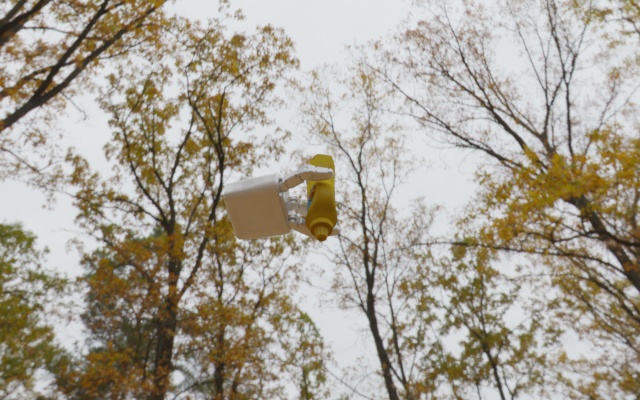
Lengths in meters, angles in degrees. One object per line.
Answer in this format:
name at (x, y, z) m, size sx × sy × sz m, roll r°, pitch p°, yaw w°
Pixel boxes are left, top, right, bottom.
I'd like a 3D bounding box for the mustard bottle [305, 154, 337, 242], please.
mustard bottle at (0.000, 0.003, 0.897) m, size 0.058 × 0.096 × 0.191 m, roll 9°, pitch 40°, yaw -8°
